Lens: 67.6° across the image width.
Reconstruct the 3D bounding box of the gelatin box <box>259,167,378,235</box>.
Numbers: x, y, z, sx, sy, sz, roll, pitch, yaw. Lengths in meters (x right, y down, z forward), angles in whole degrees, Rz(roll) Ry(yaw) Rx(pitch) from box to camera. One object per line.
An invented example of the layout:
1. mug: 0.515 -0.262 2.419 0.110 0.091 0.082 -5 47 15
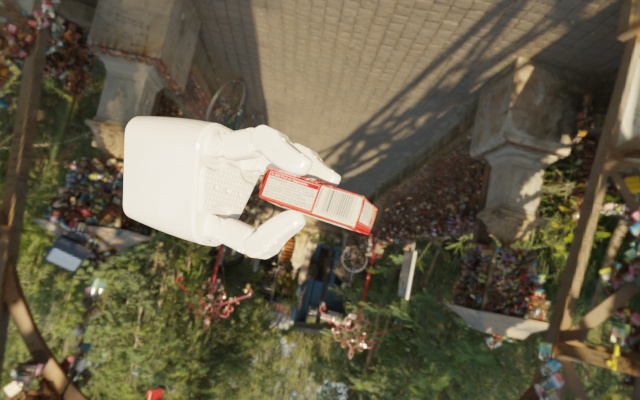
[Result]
1. gelatin box: 0.000 0.002 0.417 0.089 0.030 0.073 18 -4 17
